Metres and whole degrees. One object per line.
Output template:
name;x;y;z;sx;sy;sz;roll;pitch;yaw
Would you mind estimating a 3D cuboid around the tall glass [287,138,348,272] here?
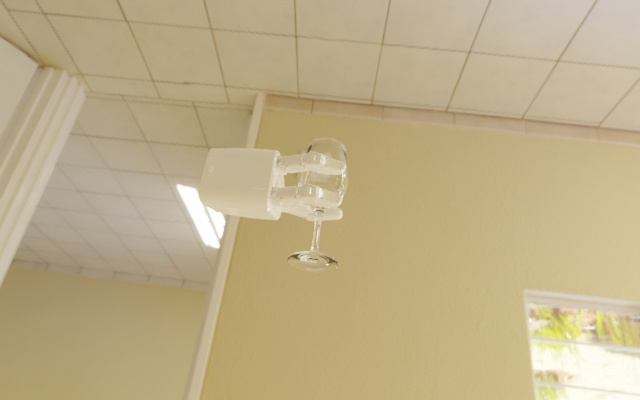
tall glass;0.000;0.003;0.729;0.079;0.201;0.079;6;-28;3
